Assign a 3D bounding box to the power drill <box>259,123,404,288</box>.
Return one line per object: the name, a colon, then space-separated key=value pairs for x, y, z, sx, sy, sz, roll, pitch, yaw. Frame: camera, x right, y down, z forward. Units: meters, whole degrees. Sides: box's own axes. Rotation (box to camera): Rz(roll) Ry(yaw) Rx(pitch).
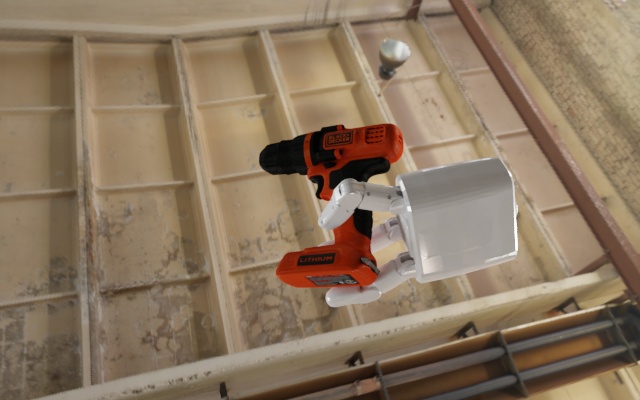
power drill: x=0.000 y=0.002 z=0.542 sx=0.184 sy=0.187 sz=0.057 roll=-7 pitch=-27 yaw=26
